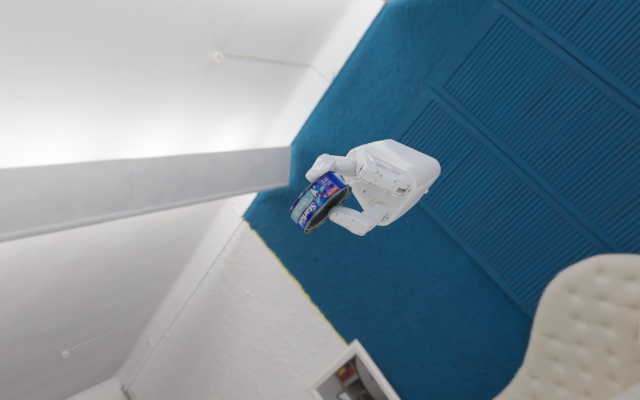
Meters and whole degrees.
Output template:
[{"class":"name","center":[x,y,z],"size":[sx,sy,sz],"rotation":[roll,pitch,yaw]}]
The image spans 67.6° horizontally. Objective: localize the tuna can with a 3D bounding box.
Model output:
[{"class":"tuna can","center":[0.000,0.002,0.625],"size":[0.033,0.086,0.086],"rotation":[45,11,12]}]
